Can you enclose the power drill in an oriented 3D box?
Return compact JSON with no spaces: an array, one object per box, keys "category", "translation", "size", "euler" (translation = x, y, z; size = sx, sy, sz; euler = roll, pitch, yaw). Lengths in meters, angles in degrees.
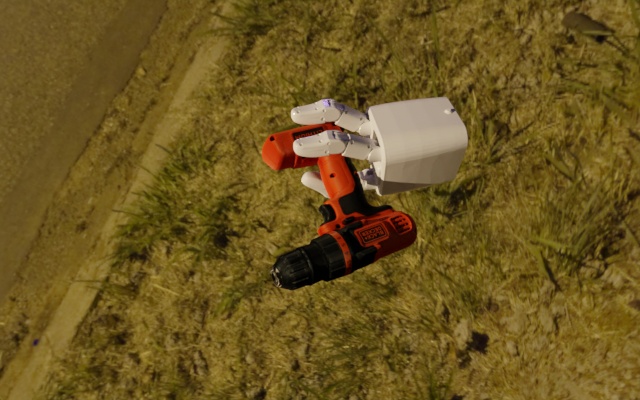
[{"category":"power drill","translation":[0.000,0.001,0.567],"size":[0.184,0.187,0.057],"euler":[-17,-23,-27]}]
